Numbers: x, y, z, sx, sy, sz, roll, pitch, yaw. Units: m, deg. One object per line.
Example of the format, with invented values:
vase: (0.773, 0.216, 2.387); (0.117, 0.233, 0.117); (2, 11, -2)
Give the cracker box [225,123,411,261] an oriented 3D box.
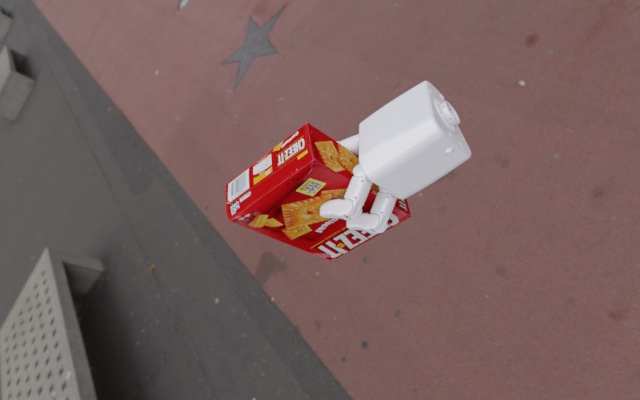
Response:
cracker box: (0.000, 0.002, 0.675); (0.164, 0.072, 0.214); (-32, -41, 30)
